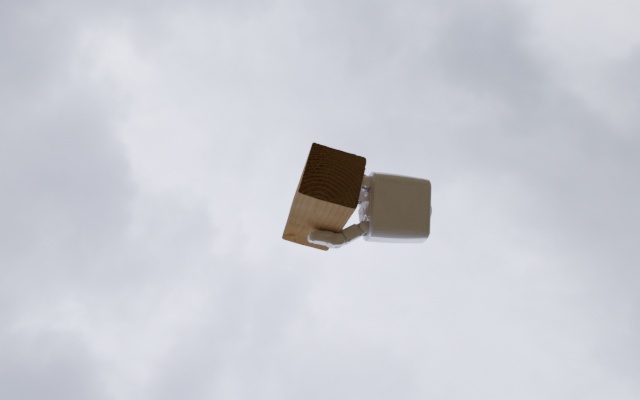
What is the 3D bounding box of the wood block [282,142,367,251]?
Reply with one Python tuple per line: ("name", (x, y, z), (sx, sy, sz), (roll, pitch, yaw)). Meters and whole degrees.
("wood block", (0.000, 0.003, 0.791), (0.090, 0.090, 0.206), (16, -26, -4))
